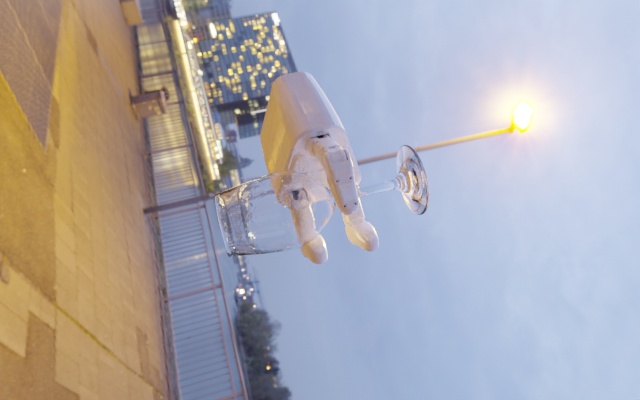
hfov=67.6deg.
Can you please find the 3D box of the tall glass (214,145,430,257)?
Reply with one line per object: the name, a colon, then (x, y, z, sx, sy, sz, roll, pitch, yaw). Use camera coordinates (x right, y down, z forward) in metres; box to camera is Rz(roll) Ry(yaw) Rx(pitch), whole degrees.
tall glass: (0.001, 0.001, 0.475, 0.201, 0.079, 0.079, -14, 3, -11)
